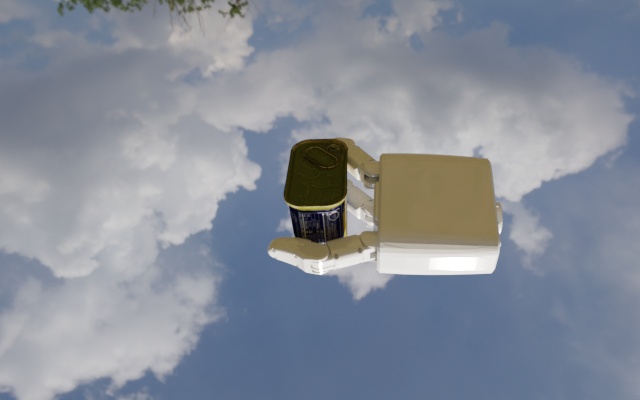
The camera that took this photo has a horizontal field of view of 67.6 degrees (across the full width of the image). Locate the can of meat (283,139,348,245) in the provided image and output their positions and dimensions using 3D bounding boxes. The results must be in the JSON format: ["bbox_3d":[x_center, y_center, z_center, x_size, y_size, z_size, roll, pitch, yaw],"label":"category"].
[{"bbox_3d":[0.000,0.002,0.477,0.057,0.084,0.102,-1,42,5],"label":"can of meat"}]
